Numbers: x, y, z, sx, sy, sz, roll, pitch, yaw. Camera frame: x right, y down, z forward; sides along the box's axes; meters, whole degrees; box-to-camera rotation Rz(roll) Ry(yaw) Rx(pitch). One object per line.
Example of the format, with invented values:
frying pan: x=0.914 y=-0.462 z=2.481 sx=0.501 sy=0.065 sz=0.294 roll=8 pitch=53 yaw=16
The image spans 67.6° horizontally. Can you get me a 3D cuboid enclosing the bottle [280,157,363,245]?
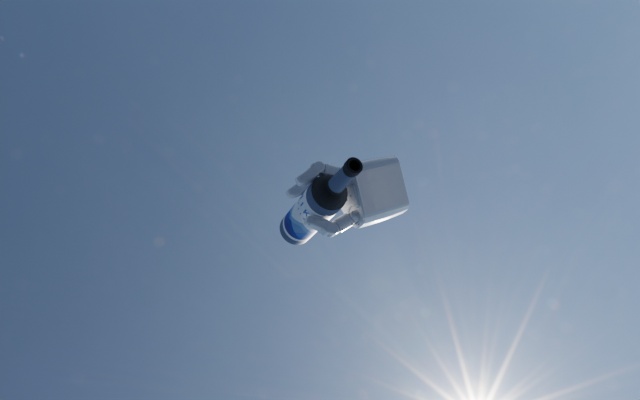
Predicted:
bottle: x=0.000 y=0.003 z=0.835 sx=0.069 sy=0.069 sz=0.296 roll=0 pitch=-22 yaw=-22
